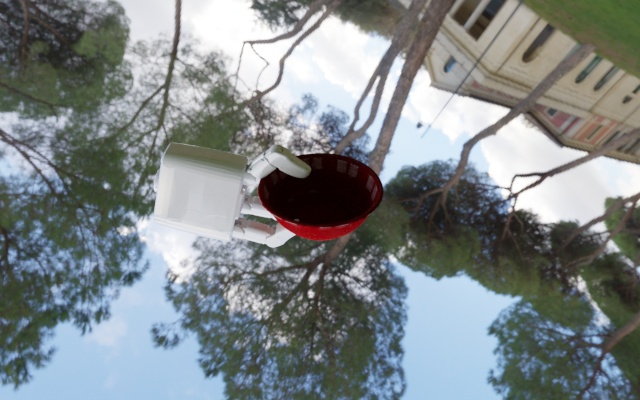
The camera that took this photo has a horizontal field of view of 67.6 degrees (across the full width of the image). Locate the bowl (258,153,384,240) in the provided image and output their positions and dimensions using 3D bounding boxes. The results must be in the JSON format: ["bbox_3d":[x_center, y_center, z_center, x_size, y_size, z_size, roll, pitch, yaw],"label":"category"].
[{"bbox_3d":[0.001,0.003,0.628,0.162,0.055,0.162,0,38,0],"label":"bowl"}]
